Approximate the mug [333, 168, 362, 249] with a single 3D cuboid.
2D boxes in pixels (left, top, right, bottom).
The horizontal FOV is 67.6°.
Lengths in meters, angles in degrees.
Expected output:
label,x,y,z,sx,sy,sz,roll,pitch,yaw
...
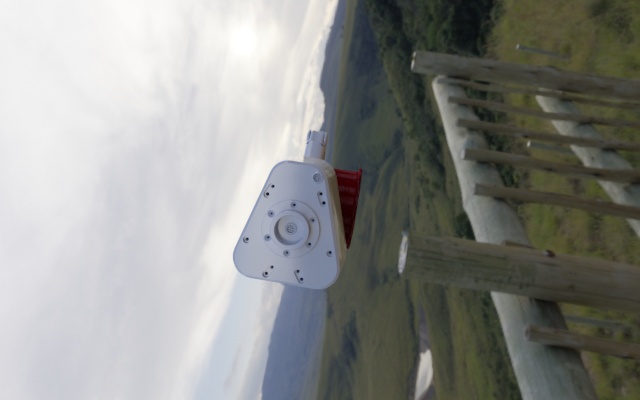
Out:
label,x,y,z,sx,sy,sz,roll,pitch,yaw
mug,0.000,0.002,0.555,0.081,0.093,0.117,9,5,2
